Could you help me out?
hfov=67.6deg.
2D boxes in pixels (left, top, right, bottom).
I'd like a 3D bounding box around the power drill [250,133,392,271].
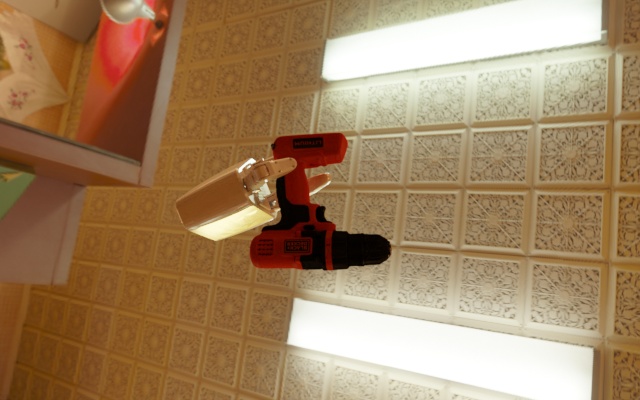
[{"bbox_3d":[0.000,0.002,0.644,0.184,0.187,0.057,-2,-23,6],"label":"power drill"}]
